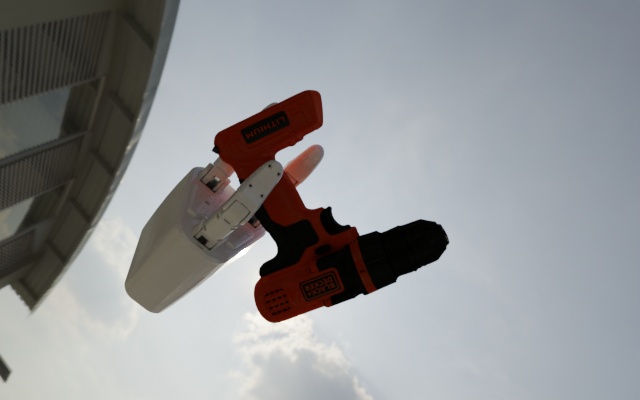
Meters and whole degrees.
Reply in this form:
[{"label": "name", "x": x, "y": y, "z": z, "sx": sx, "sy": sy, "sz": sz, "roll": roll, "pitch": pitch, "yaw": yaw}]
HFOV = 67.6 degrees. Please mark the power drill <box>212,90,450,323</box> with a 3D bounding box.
[{"label": "power drill", "x": 0.000, "y": 0.001, "z": 0.431, "sx": 0.184, "sy": 0.187, "sz": 0.057, "roll": -23, "pitch": 0, "yaw": 7}]
